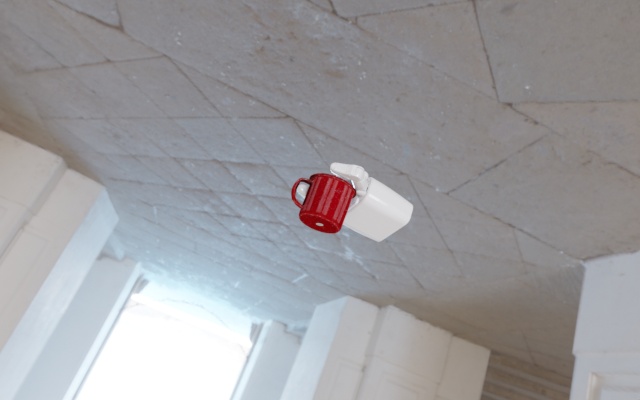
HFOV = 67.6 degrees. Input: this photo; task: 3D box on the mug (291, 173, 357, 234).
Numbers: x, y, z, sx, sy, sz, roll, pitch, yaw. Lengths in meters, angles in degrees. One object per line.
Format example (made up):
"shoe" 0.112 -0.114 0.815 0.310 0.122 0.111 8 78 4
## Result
"mug" -0.001 0.002 0.869 0.117 0.081 0.093 28 -24 -18
